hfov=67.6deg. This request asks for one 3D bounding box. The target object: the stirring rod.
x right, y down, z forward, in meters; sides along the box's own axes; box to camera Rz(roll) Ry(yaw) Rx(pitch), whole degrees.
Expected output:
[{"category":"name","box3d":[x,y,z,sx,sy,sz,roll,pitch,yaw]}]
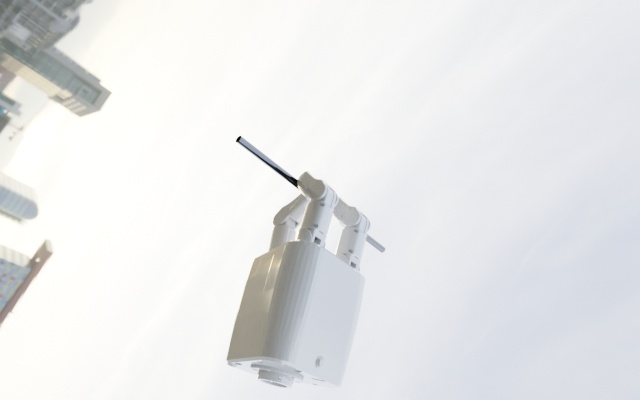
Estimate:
[{"category":"stirring rod","box3d":[0.000,0.002,0.516,0.011,0.011,0.240,0,-29,47]}]
